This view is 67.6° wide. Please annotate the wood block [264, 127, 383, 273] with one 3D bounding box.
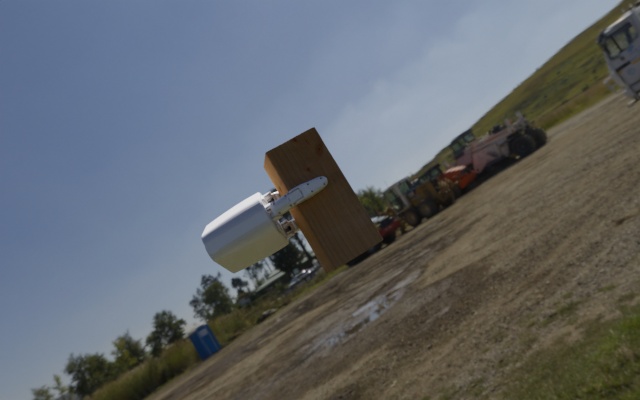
[{"bbox_3d":[0.000,0.003,0.762,0.090,0.206,0.091,-30,-6,-13],"label":"wood block"}]
